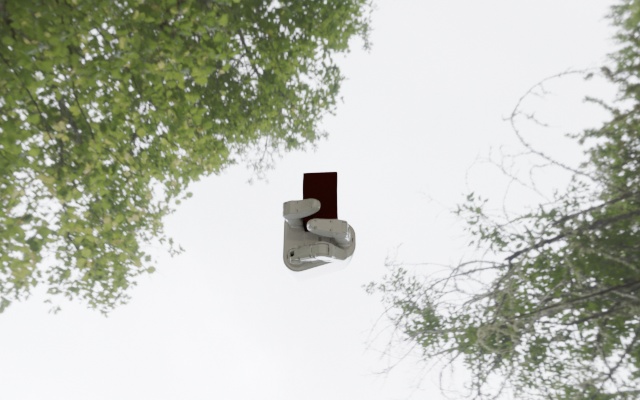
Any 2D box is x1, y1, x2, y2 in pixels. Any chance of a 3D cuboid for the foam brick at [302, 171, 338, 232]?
[{"bbox_3d":[0.000,0.002,0.710,0.053,0.078,0.051,0,-20,2],"label":"foam brick"}]
